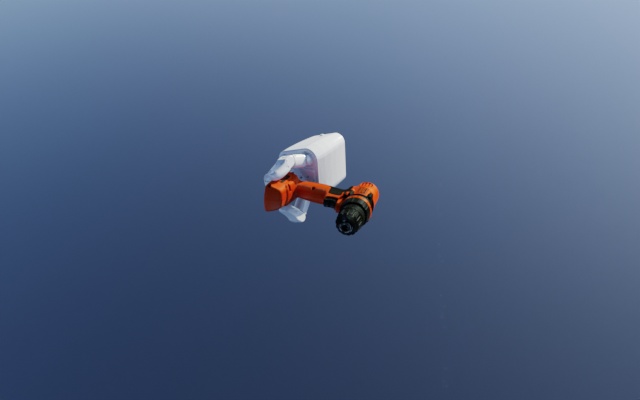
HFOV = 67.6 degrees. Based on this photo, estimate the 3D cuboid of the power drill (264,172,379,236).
[{"bbox_3d":[0.000,0.003,0.839,0.187,0.057,0.184,11,20,14],"label":"power drill"}]
